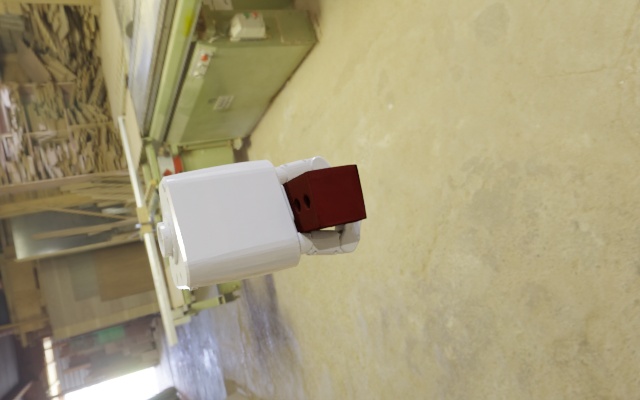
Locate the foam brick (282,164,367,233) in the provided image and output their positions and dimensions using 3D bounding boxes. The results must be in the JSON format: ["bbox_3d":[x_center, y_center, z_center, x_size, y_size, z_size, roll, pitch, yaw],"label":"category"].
[{"bbox_3d":[0.000,0.001,0.456,0.051,0.053,0.078,-9,-6,-26],"label":"foam brick"}]
